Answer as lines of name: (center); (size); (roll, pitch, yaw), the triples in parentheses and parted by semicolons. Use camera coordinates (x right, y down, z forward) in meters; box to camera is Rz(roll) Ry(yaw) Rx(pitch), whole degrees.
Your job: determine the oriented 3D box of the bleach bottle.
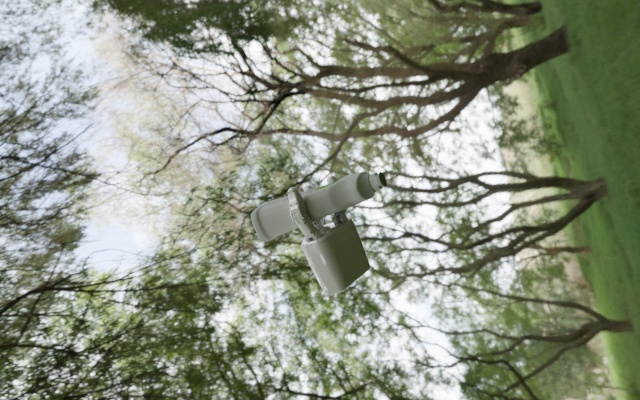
bleach bottle: (0.000, 0.003, 0.874); (0.251, 0.068, 0.102); (-20, 9, 28)
